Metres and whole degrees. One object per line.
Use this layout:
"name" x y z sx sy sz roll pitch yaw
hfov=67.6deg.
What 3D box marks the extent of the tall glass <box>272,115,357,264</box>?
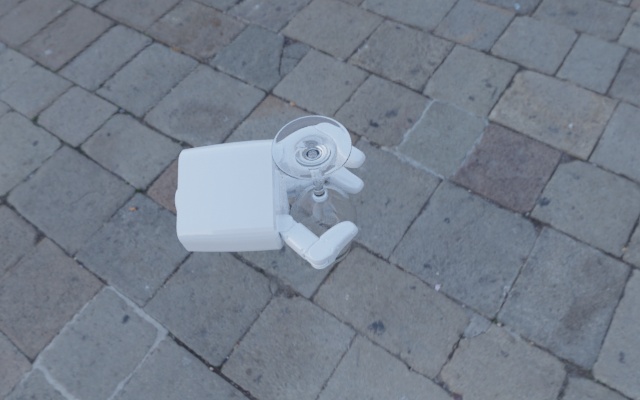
"tall glass" 0.000 0.001 0.521 0.079 0.079 0.201 0 -31 6
